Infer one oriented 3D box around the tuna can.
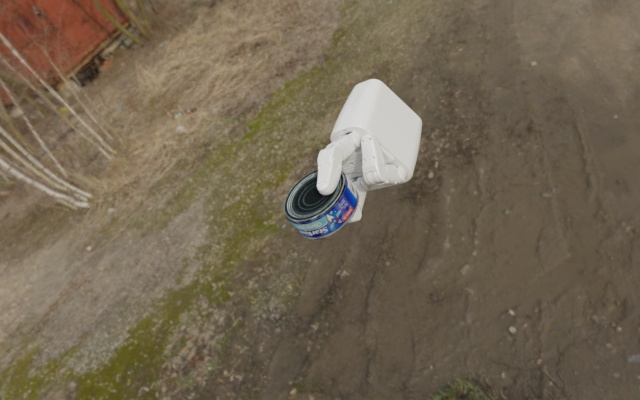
[{"bbox_3d":[0.000,0.002,0.562,0.086,0.086,0.034,0,-39,41],"label":"tuna can"}]
